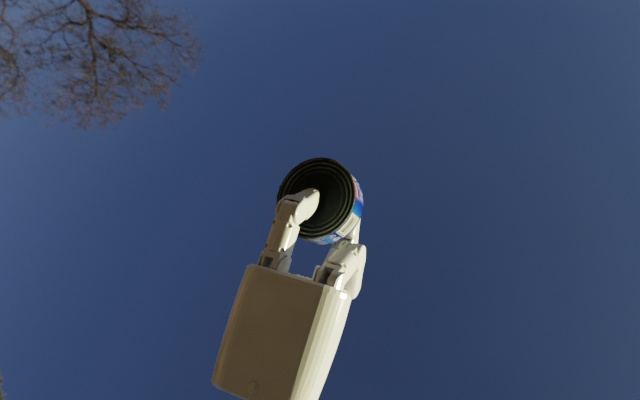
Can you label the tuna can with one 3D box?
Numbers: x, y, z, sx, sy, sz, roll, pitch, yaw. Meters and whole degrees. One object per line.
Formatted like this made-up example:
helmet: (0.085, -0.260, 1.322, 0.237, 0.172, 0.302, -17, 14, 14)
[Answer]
tuna can: (0.000, 0.002, 0.491, 0.086, 0.086, 0.034, 0, -17, 23)
